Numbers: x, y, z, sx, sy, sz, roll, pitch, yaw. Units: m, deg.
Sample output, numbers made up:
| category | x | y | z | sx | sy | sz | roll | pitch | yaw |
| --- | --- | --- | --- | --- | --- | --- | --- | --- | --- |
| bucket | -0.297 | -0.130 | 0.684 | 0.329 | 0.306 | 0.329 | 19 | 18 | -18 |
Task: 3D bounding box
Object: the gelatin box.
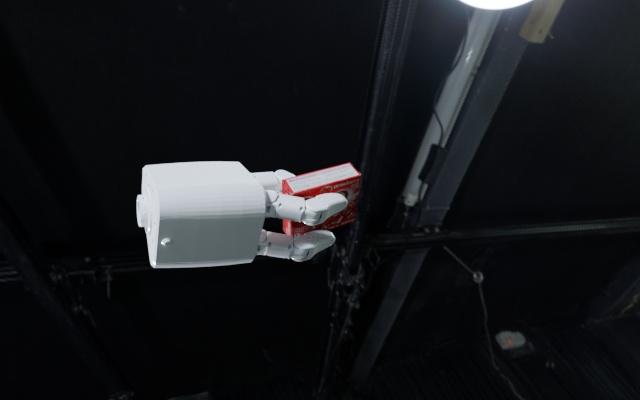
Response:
| category | x | y | z | sx | sy | sz | roll | pitch | yaw |
| --- | --- | --- | --- | --- | --- | --- | --- | --- | --- |
| gelatin box | 0.000 | 0.001 | 0.554 | 0.089 | 0.073 | 0.030 | -16 | 45 | -21 |
